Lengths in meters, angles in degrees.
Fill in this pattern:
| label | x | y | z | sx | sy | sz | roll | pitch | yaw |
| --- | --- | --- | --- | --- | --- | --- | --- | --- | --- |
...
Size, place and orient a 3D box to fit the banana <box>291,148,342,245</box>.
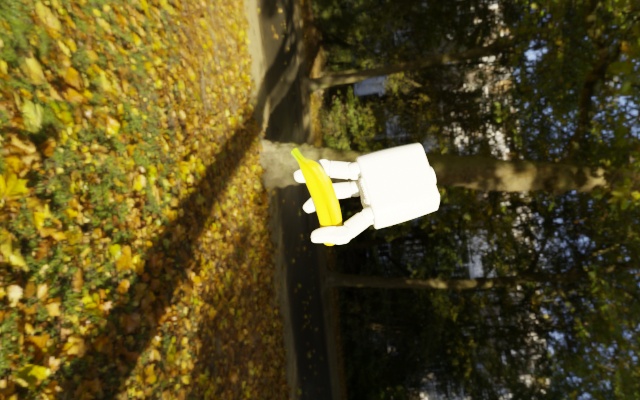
| label | x | y | z | sx | sy | sz | roll | pitch | yaw |
| --- | --- | --- | --- | --- | --- | --- | --- | --- | --- |
| banana | 0.006 | 0.009 | 0.748 | 0.037 | 0.198 | 0.069 | -25 | 36 | -10 |
